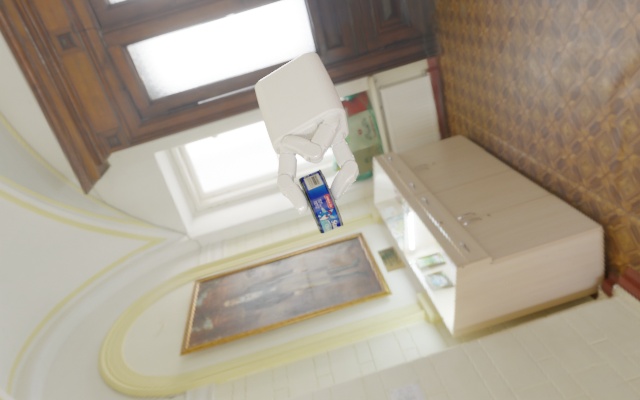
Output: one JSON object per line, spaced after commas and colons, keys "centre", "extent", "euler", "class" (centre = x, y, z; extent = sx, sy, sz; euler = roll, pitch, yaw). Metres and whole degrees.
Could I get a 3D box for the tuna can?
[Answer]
{"centre": [0.000, 0.002, 0.665], "extent": [0.034, 0.086, 0.086], "euler": [-22, 1, -3], "class": "tuna can"}
